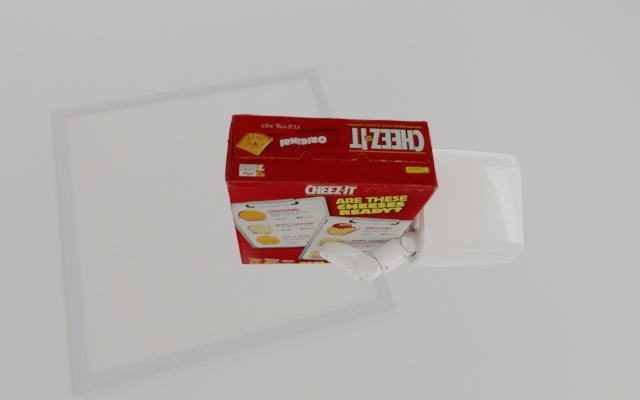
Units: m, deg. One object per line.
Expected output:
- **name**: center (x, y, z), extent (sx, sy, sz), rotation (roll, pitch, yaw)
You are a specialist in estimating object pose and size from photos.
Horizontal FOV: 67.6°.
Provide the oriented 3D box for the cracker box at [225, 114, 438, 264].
- **cracker box**: center (0.000, 0.002, 0.466), extent (0.164, 0.072, 0.214), rotation (1, -24, -6)
